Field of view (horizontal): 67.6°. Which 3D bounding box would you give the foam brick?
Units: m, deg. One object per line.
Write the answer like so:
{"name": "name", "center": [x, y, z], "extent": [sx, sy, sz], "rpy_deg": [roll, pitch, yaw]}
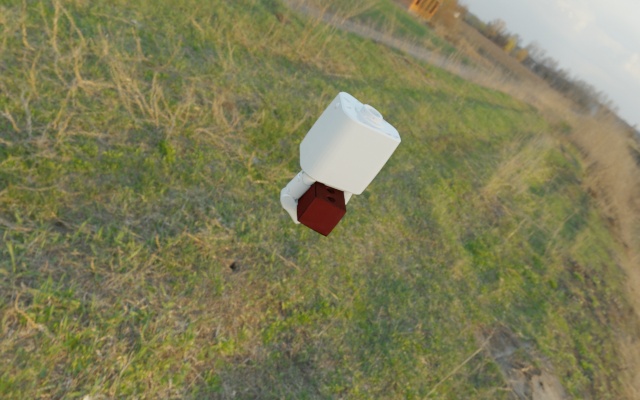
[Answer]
{"name": "foam brick", "center": [0.000, 0.003, 0.696], "extent": [0.053, 0.051, 0.078], "rpy_deg": [28, 28, -20]}
